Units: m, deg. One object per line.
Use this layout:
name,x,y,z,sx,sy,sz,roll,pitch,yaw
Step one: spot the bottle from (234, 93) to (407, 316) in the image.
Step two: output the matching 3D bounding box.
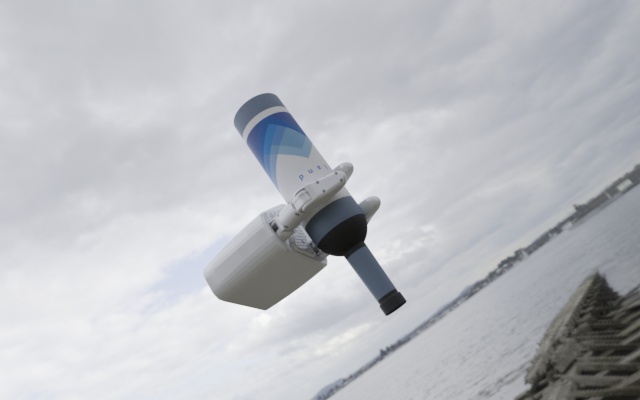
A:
bottle,0.000,0.002,0.553,0.069,0.295,0.069,-31,-20,-12
